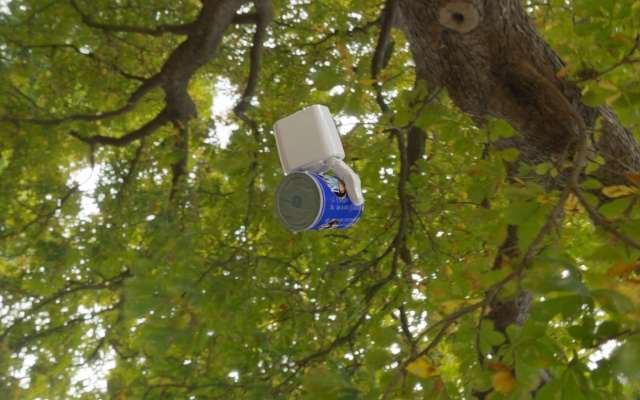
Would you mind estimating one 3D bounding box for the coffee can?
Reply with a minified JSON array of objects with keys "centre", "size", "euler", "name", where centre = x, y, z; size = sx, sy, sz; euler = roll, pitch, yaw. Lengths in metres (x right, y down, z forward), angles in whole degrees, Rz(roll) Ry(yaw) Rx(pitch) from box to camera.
[{"centre":[0.000,0.003,0.870],"size":[0.103,0.103,0.140],"euler":[0,-1,36],"name":"coffee can"}]
